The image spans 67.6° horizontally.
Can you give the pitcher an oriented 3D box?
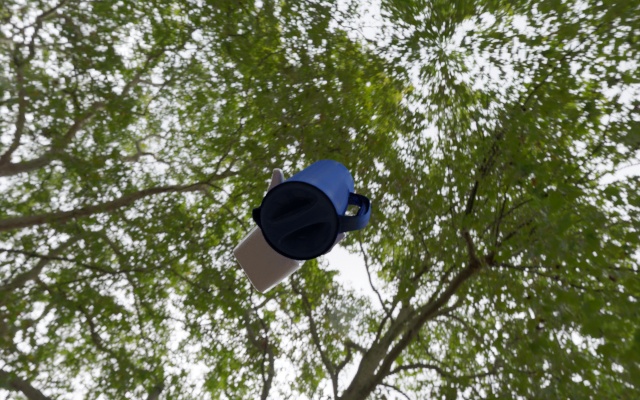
[{"bbox_3d":[0.000,0.003,0.856,0.145,0.149,0.242,-44,3,21],"label":"pitcher"}]
